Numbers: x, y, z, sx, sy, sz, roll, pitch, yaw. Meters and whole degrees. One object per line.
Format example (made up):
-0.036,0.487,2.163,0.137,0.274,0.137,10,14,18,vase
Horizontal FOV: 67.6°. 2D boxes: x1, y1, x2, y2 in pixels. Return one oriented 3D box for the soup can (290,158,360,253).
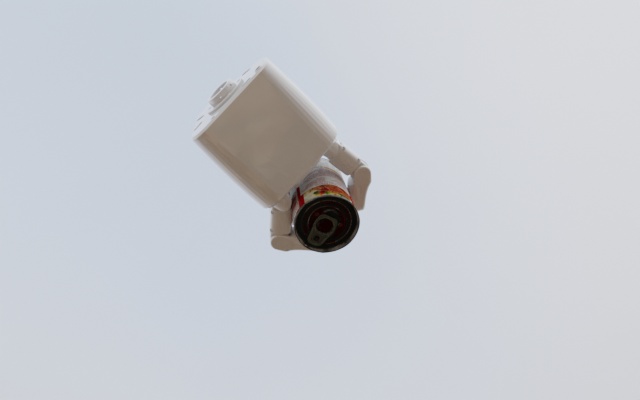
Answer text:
0.000,0.002,0.528,0.068,0.068,0.102,0,28,-9,soup can
